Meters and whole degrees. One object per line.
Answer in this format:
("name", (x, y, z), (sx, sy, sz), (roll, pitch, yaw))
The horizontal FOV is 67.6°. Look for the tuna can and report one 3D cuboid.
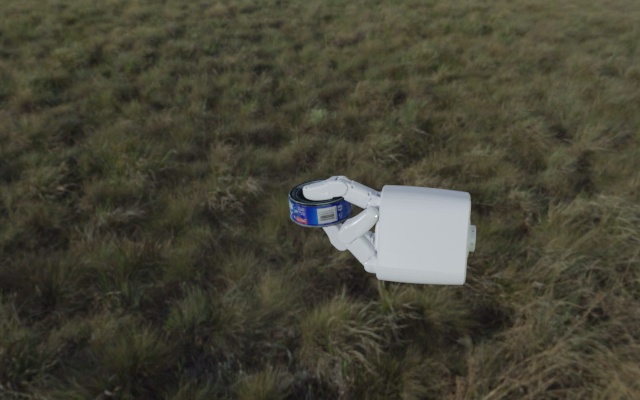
("tuna can", (0.000, 0.002, 0.643), (0.086, 0.034, 0.086), (-5, 25, 2))
